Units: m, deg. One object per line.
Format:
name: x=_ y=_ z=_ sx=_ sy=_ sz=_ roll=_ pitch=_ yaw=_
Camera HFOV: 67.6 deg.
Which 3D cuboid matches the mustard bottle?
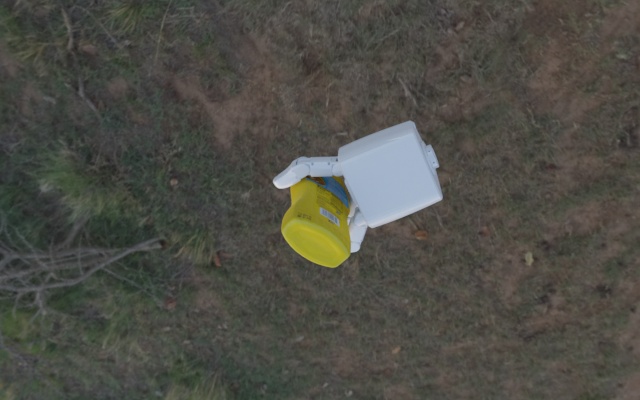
mustard bottle: x=0.000 y=0.003 z=0.681 sx=0.096 sy=0.058 sz=0.191 roll=34 pitch=31 yaw=-18
